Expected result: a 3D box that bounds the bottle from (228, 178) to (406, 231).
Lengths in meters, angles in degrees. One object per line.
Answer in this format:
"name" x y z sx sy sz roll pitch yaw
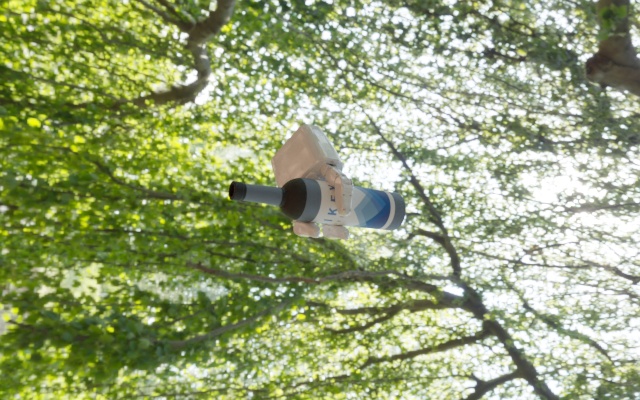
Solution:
"bottle" 0.000 0.003 0.748 0.296 0.069 0.069 8 -4 -31
